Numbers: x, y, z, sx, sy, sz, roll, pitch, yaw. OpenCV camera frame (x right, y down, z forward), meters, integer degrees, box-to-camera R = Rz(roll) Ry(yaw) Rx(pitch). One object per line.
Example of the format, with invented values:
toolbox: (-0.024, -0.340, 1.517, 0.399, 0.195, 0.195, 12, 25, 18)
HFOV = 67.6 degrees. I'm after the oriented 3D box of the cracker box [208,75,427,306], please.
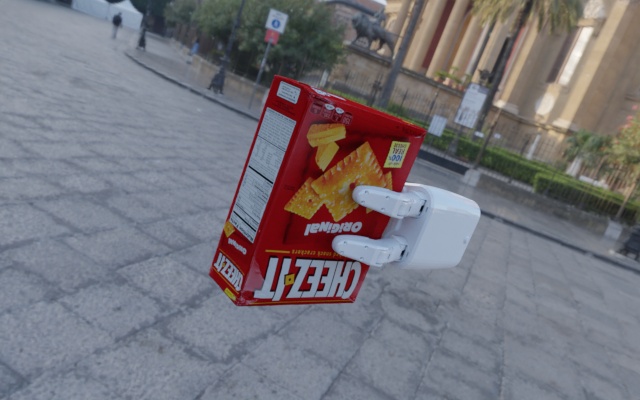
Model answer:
cracker box: (0.000, 0.001, 0.492, 0.164, 0.214, 0.072, 9, 17, -41)
